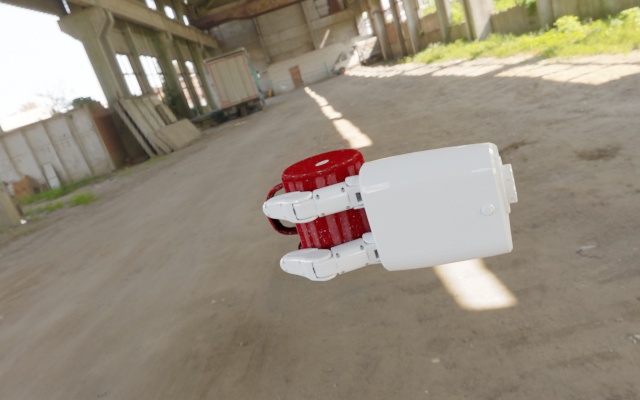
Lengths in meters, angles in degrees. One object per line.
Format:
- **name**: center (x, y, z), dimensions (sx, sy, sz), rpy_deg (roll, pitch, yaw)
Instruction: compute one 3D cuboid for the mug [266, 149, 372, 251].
- **mug**: center (-0.001, 0.002, 0.471), dimensions (0.117, 0.081, 0.093), rpy_deg (-10, 17, 22)
